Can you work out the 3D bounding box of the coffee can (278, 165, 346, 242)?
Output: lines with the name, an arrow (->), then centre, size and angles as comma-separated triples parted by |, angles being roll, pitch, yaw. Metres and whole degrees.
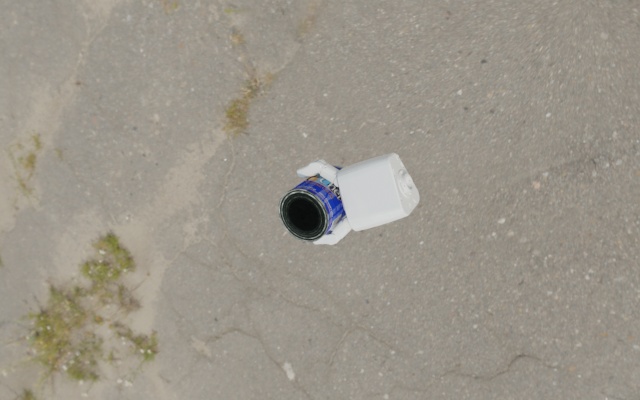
coffee can -> 0.000, 0.003, 0.897 | 0.103, 0.103, 0.140 | 0, 21, 29
